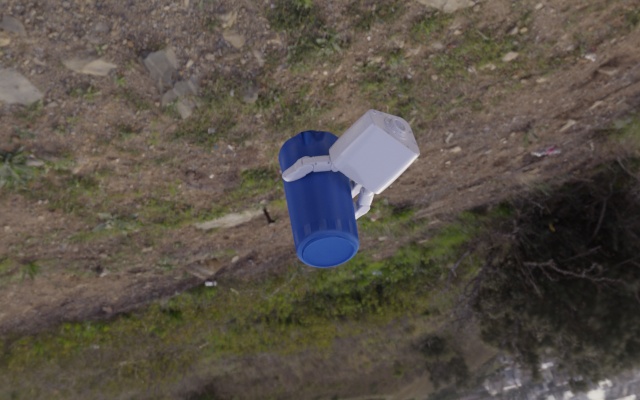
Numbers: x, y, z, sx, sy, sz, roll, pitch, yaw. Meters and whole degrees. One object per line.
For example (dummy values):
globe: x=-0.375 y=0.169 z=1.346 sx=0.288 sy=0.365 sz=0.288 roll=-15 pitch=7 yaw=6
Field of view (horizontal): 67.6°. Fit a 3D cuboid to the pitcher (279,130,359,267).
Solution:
pitcher: x=0.000 y=0.003 z=0.882 sx=0.149 sy=0.242 sz=0.145 roll=23 pitch=-50 yaw=-32
